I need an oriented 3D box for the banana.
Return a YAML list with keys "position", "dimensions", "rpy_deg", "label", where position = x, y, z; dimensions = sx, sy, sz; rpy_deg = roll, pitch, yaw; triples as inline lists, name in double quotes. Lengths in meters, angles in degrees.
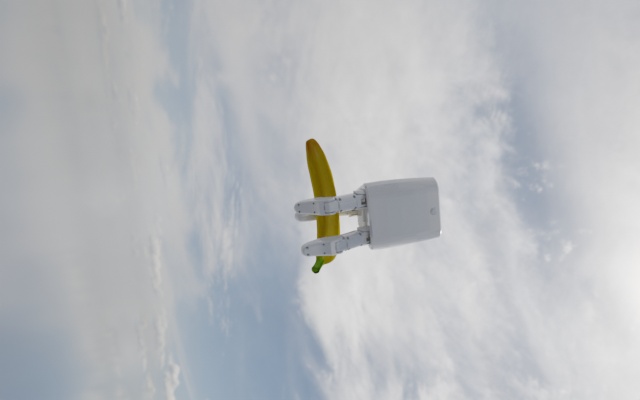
- position: [0.005, 0.008, 0.715]
  dimensions: [0.037, 0.197, 0.069]
  rpy_deg: [-7, -9, 14]
  label: "banana"
